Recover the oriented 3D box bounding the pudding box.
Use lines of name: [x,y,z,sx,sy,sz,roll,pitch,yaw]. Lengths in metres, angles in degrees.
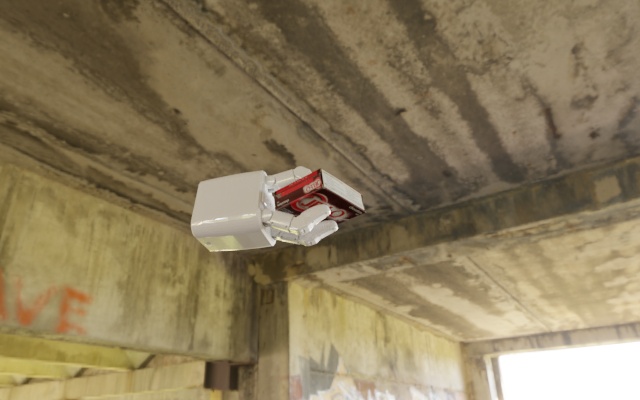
pudding box: [0.000,0.002,0.716,0.090,0.039,0.113,-24,-31,30]
